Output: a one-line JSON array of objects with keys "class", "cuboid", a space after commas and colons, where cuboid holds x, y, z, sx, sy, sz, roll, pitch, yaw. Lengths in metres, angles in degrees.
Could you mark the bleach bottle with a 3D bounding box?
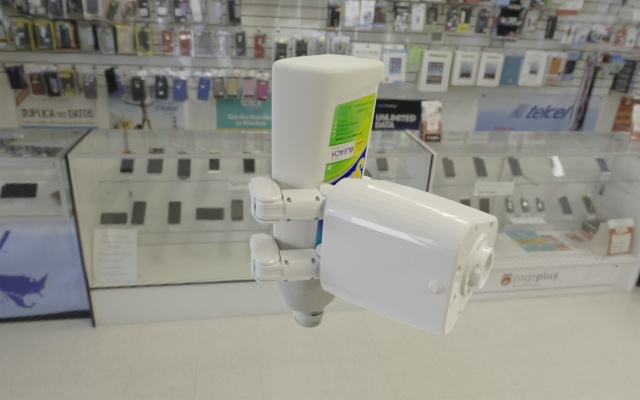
[{"class": "bleach bottle", "cuboid": [0.000, 0.001, 0.437, 0.068, 0.251, 0.102, 18, 27, 31]}]
